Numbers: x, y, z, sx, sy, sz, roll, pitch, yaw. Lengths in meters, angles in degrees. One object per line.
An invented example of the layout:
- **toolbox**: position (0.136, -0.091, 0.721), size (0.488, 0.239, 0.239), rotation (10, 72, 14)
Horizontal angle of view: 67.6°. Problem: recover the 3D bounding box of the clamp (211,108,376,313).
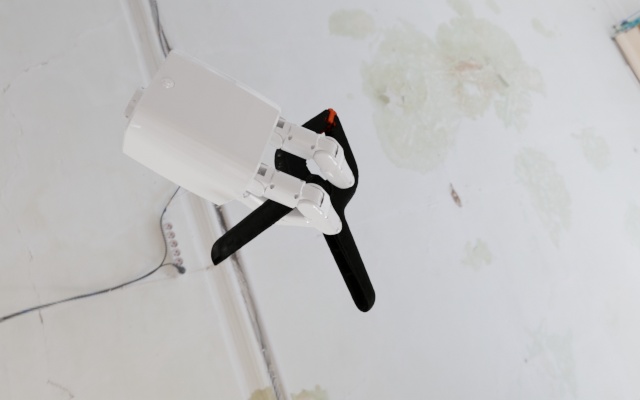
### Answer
- **clamp**: position (0.000, 0.001, 0.480), size (0.164, 0.209, 0.036), rotation (29, -33, -18)
